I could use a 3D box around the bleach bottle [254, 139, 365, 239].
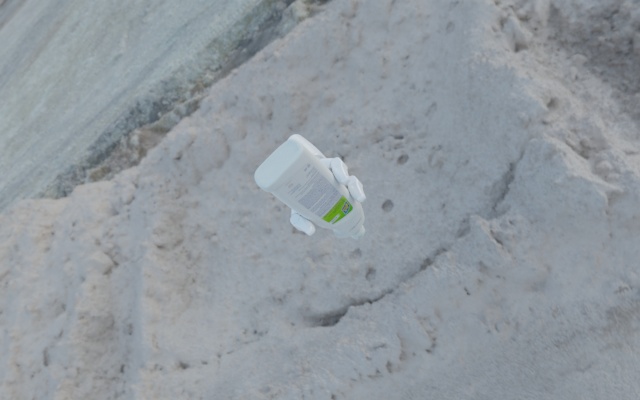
[{"bbox_3d":[0.000,0.003,0.856,0.251,0.102,0.068,44,3,-40],"label":"bleach bottle"}]
